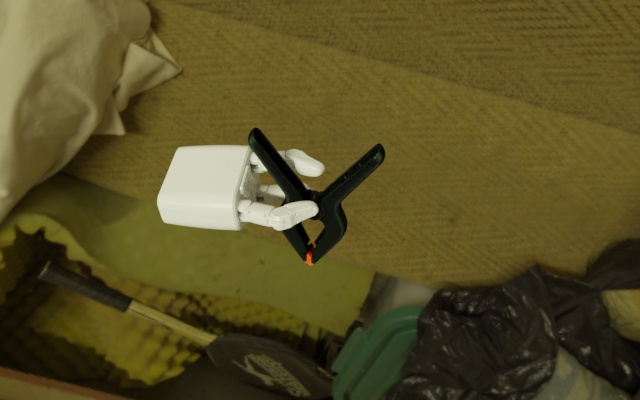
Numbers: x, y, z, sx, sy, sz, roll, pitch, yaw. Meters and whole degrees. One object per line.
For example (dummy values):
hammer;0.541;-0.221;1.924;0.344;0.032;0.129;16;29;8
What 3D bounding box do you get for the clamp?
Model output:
clamp;0.000;0.003;0.619;0.164;0.210;0.036;3;38;11
